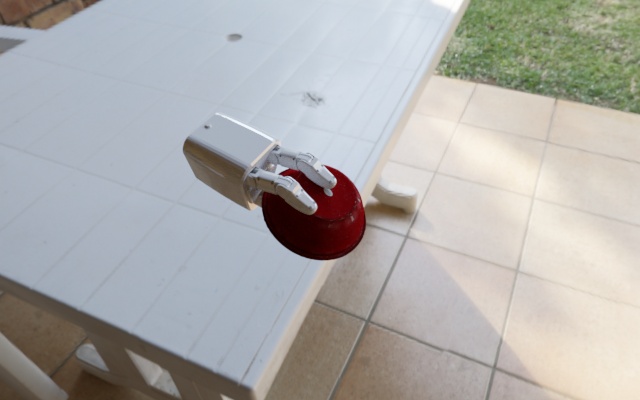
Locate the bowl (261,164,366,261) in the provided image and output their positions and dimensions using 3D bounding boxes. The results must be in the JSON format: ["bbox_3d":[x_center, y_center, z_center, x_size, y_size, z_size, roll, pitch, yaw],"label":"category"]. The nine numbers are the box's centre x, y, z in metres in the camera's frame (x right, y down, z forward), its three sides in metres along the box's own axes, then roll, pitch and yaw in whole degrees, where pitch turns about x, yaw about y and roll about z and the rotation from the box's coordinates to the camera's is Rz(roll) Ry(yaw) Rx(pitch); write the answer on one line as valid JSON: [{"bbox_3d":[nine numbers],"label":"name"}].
[{"bbox_3d":[0.001,0.003,0.683,0.162,0.162,0.055,0,-32,-22],"label":"bowl"}]
